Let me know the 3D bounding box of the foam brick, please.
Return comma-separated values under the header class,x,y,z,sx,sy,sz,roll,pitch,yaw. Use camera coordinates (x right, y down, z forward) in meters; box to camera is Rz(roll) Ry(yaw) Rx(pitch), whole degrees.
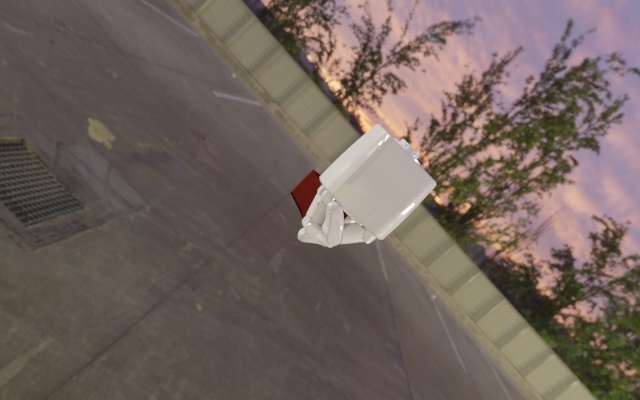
class,x,y,z,sx,sy,sz,roll,pitch,yaw
foam brick,0.000,0.002,0.687,0.053,0.051,0.078,35,14,-32
